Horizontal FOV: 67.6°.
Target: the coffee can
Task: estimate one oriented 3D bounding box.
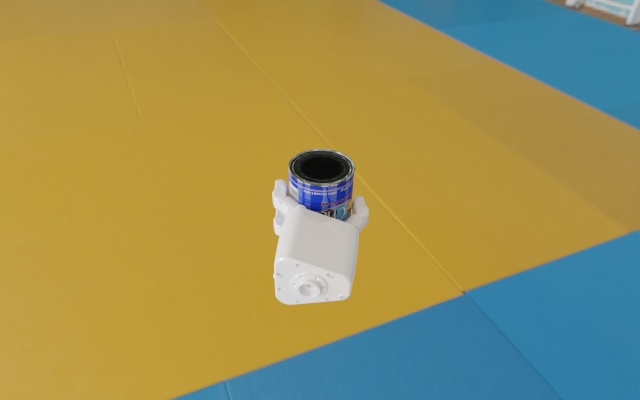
[{"bbox_3d":[0.000,0.003,0.770,0.103,0.140,0.102,1,37,-1],"label":"coffee can"}]
